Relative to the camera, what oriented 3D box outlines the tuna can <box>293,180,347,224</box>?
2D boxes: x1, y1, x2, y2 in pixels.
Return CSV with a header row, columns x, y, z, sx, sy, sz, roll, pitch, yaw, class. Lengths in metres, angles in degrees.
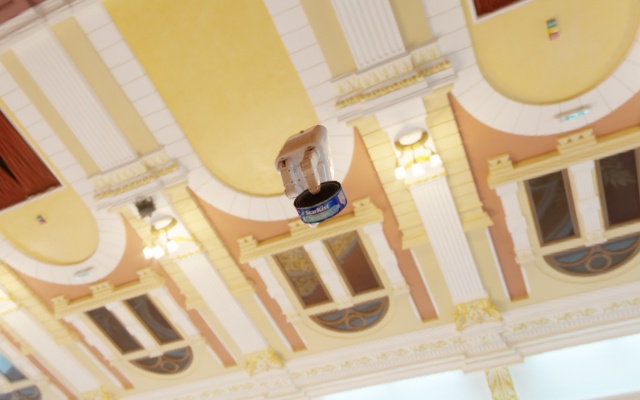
x,y,z,sx,sy,sz,roll,pitch,yaw,class
0.000,0.003,0.789,0.086,0.034,0.086,-21,22,9,tuna can
